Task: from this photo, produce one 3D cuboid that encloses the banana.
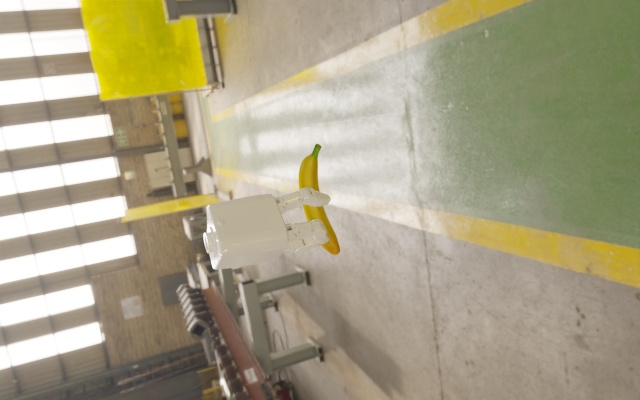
[{"bbox_3d":[-0.008,0.004,0.843,0.037,0.197,0.070,-7,-12,-25],"label":"banana"}]
